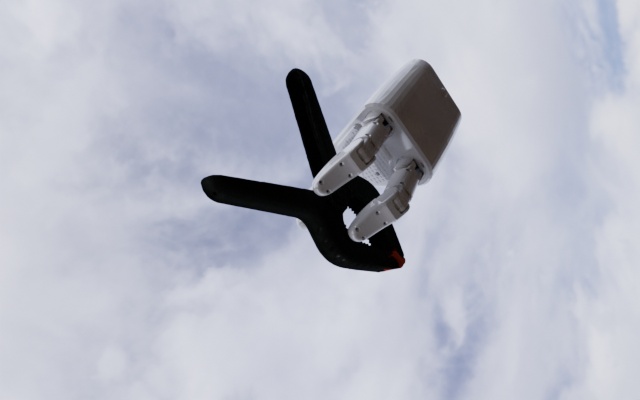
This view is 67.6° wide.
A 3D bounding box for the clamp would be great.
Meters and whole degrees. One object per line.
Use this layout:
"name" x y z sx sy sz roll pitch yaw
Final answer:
"clamp" 0.000 0.002 0.433 0.036 0.210 0.164 -20 25 47
